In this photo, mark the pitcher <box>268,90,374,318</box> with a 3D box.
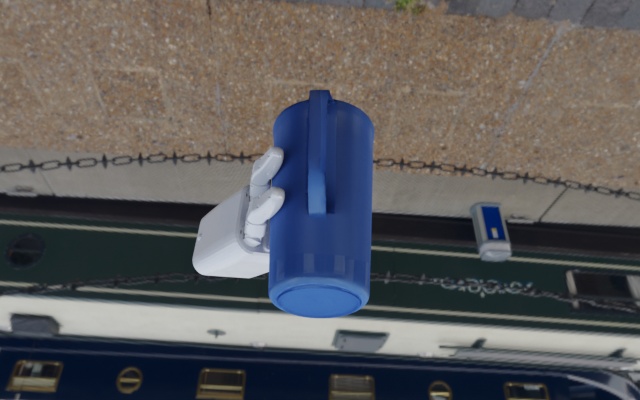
[{"bbox_3d":[0.000,0.002,0.559,0.149,0.242,0.145,28,-42,-35],"label":"pitcher"}]
